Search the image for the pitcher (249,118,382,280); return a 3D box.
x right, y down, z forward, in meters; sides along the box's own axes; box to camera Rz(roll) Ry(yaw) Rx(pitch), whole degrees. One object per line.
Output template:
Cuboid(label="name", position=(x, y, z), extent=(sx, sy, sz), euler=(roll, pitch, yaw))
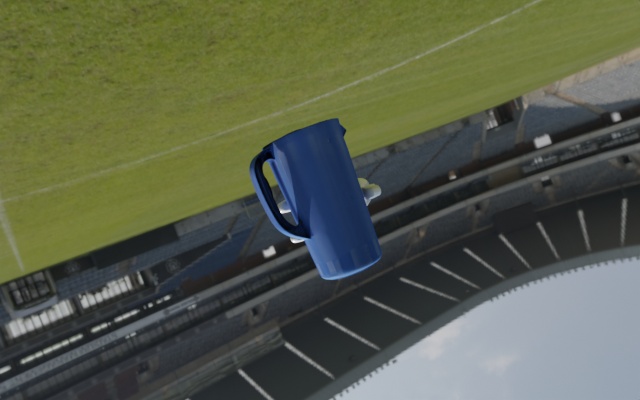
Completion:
Cuboid(label="pitcher", position=(0.000, 0.002, 0.770), extent=(0.149, 0.243, 0.145), euler=(-21, 2, 14))
